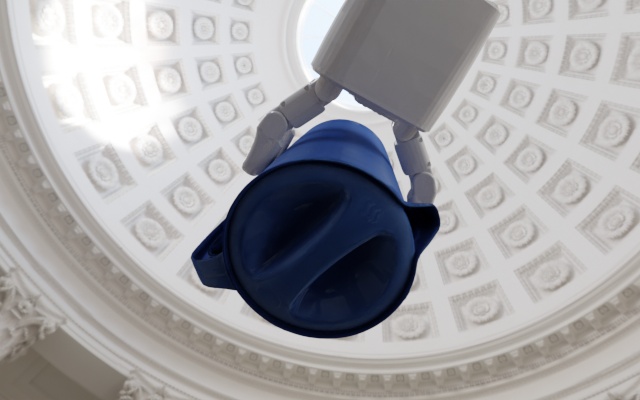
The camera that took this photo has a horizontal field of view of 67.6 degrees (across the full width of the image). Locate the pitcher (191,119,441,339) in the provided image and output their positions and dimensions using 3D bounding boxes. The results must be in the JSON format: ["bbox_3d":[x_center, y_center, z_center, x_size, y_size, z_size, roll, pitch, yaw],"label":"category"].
[{"bbox_3d":[0.000,0.001,0.428,0.149,0.145,0.242,27,19,-3],"label":"pitcher"}]
